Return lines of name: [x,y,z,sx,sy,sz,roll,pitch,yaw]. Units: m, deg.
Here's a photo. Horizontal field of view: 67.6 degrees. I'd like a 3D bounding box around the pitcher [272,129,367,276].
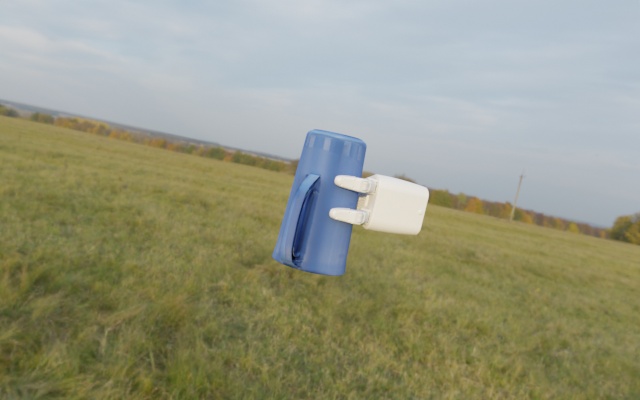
pitcher: [0.000,0.003,0.835,0.145,0.243,0.149,11,5,-20]
